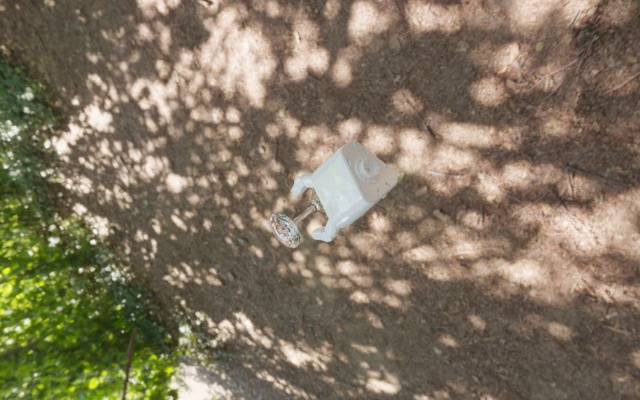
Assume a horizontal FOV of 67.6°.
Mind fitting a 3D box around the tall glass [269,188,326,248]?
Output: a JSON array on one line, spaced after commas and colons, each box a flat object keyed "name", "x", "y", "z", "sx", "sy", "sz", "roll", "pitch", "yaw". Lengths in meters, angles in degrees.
[{"name": "tall glass", "x": 0.000, "y": 0.003, "z": 0.898, "sx": 0.079, "sy": 0.079, "sz": 0.201, "roll": 0, "pitch": 30, "yaw": 47}]
